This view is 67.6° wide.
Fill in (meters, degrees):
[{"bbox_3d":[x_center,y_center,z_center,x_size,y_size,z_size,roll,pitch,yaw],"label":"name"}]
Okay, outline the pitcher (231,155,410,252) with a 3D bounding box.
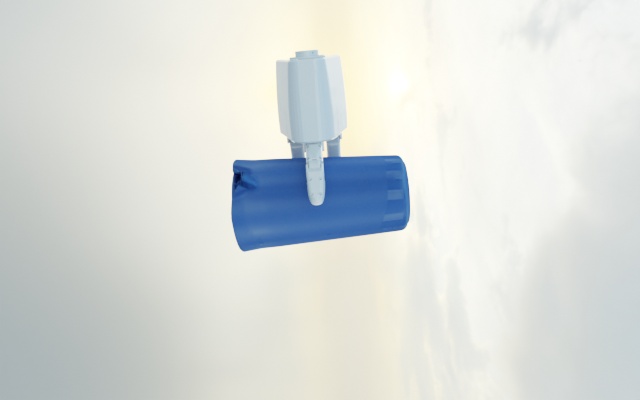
[{"bbox_3d":[0.000,0.002,0.689,0.243,0.145,0.149,-4,17,3],"label":"pitcher"}]
